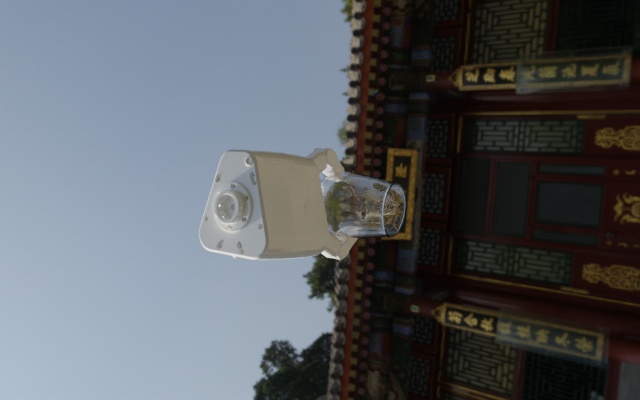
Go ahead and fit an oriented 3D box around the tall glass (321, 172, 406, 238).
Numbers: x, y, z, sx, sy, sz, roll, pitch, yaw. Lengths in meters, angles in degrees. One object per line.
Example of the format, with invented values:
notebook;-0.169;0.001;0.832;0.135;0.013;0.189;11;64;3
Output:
tall glass;0.000;0.002;0.589;0.201;0.079;0.079;6;3;32
